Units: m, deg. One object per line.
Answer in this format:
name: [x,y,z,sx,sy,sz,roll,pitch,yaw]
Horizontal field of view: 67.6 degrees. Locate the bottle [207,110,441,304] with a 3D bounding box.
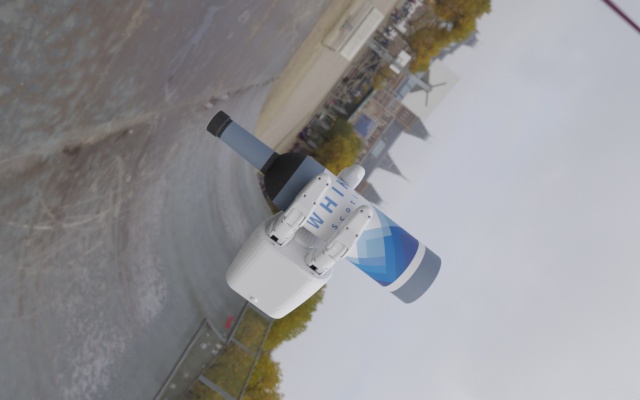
bottle: [0.000,0.002,0.533,0.296,0.069,0.069,38,-4,-5]
